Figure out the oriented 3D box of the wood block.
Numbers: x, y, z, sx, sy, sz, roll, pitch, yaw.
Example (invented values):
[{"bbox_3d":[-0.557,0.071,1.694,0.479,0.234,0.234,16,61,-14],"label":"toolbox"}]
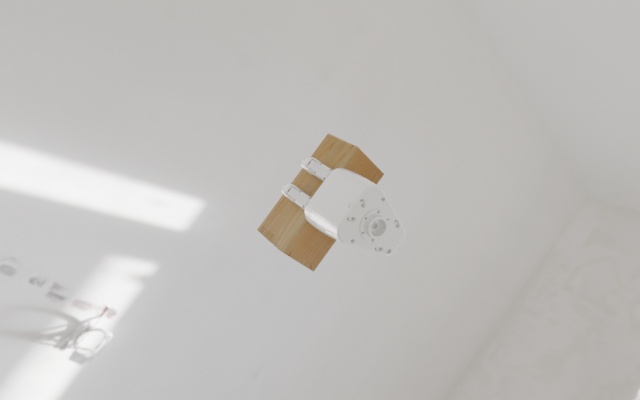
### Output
[{"bbox_3d":[0.001,0.003,0.816,0.091,0.206,0.090,39,-4,-41],"label":"wood block"}]
